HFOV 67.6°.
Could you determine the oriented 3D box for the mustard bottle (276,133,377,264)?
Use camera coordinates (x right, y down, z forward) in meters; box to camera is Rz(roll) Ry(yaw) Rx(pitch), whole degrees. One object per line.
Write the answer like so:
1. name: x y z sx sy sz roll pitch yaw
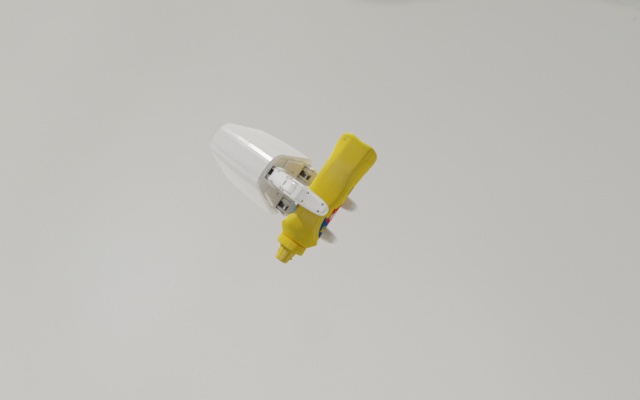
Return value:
1. mustard bottle: 0.001 0.002 0.647 0.058 0.191 0.096 35 -1 1
